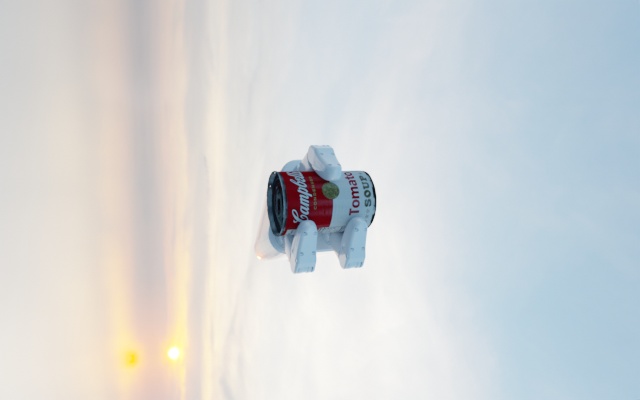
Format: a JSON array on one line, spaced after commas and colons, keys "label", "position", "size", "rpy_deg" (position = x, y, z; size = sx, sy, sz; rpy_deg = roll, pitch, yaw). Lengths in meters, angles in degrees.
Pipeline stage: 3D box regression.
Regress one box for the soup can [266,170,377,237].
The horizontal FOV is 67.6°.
[{"label": "soup can", "position": [0.001, 0.001, 0.509], "size": [0.102, 0.068, 0.068], "rpy_deg": [-2, 1, -20]}]
